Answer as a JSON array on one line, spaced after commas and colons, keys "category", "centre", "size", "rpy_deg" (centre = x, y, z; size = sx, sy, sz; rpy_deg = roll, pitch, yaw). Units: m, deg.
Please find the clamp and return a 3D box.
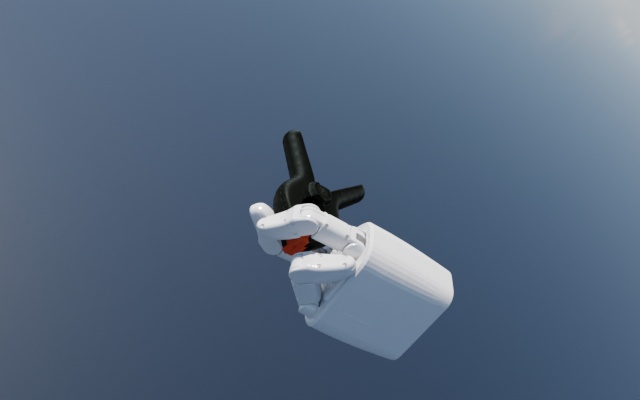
[{"category": "clamp", "centre": [0.000, 0.001, 0.519], "size": [0.120, 0.171, 0.039], "rpy_deg": [29, -51, -18]}]
